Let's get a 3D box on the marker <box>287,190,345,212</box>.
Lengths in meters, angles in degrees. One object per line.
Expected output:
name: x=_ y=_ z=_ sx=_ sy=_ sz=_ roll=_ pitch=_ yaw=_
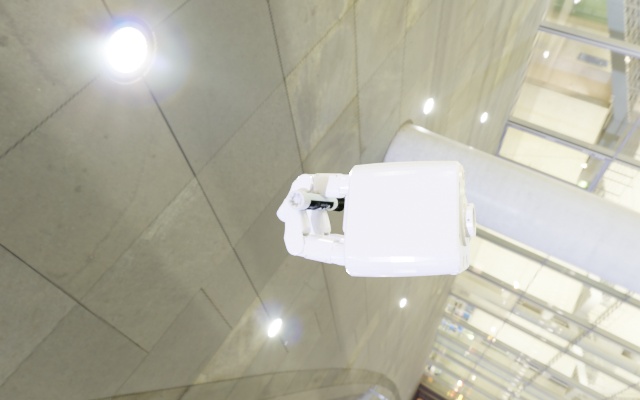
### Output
marker: x=0.000 y=0.002 z=0.513 sx=0.020 sy=0.020 sz=0.121 roll=0 pitch=-2 yaw=23
